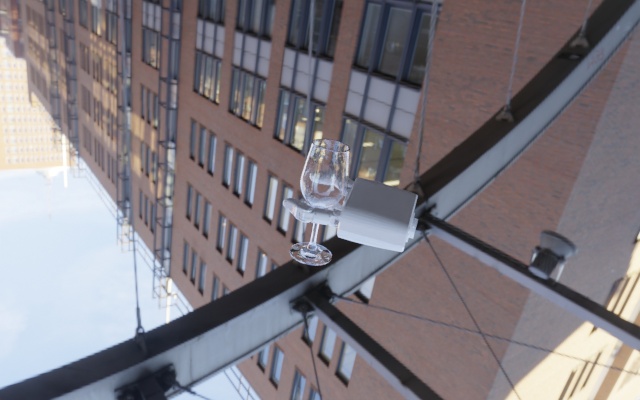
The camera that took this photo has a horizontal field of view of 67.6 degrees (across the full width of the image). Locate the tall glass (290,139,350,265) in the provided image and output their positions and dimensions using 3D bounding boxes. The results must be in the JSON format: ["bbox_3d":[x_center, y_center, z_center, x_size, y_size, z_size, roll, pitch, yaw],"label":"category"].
[{"bbox_3d":[0.000,0.003,0.790,0.079,0.201,0.079,9,23,-4],"label":"tall glass"}]
